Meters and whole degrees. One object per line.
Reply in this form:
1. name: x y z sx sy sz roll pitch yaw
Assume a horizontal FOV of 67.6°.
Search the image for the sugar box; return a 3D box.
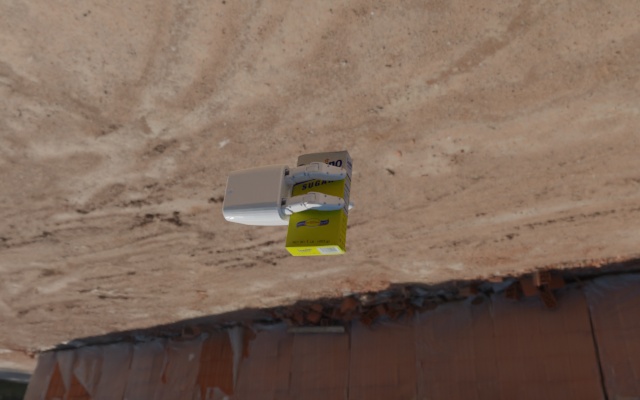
1. sugar box: 0.000 0.002 0.797 0.093 0.176 0.048 -4 -26 18
